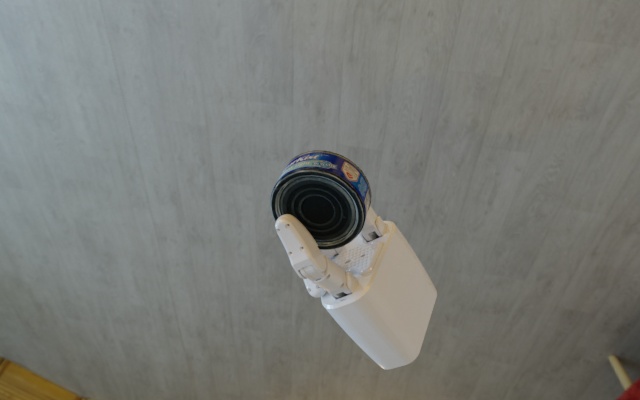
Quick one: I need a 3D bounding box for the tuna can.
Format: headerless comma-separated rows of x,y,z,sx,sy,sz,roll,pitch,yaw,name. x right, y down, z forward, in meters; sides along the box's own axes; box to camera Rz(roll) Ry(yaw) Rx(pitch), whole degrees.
0.000,0.002,0.421,0.086,0.086,0.033,0,33,16,tuna can
